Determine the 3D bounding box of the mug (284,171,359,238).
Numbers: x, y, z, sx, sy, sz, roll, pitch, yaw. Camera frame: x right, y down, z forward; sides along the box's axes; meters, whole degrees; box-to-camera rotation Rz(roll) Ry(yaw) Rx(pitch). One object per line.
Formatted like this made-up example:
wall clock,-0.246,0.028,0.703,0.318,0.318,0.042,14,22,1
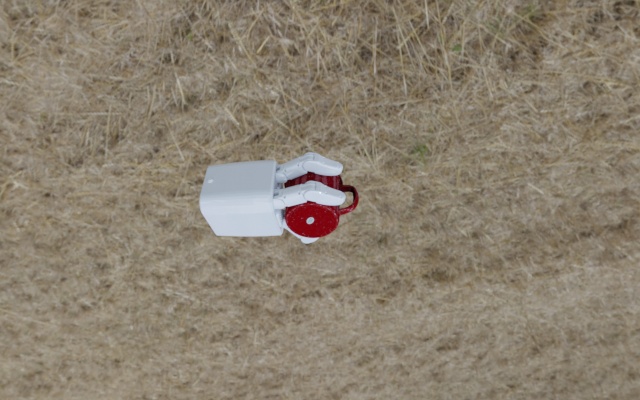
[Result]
mug,0.002,0.003,0.728,0.117,0.081,0.093,-3,-44,5
